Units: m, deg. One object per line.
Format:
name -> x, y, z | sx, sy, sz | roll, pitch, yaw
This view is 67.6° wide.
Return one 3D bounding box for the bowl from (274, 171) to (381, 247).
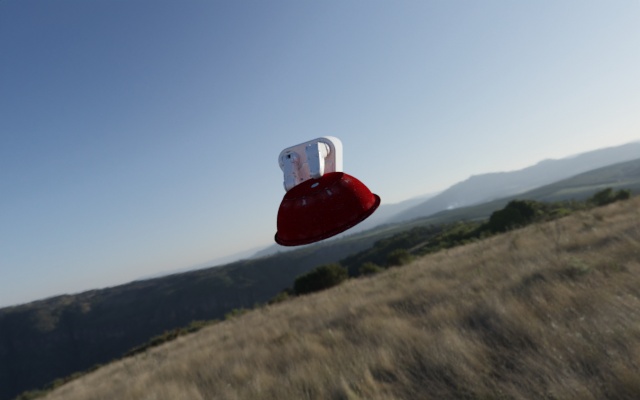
bowl -> 0.000, 0.002, 0.670 | 0.162, 0.055, 0.162 | -20, 16, 6
